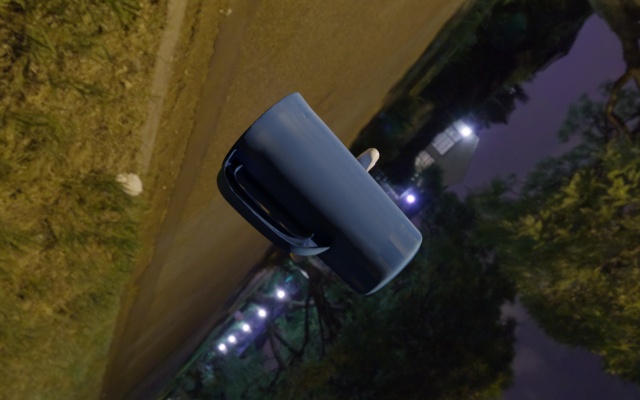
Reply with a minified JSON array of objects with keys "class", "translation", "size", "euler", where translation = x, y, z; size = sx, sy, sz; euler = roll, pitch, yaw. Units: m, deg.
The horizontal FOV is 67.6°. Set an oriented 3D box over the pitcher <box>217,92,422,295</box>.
[{"class":"pitcher","translation":[0.000,0.002,0.583],"size":[0.149,0.243,0.145],"euler":[-44,-1,-1]}]
